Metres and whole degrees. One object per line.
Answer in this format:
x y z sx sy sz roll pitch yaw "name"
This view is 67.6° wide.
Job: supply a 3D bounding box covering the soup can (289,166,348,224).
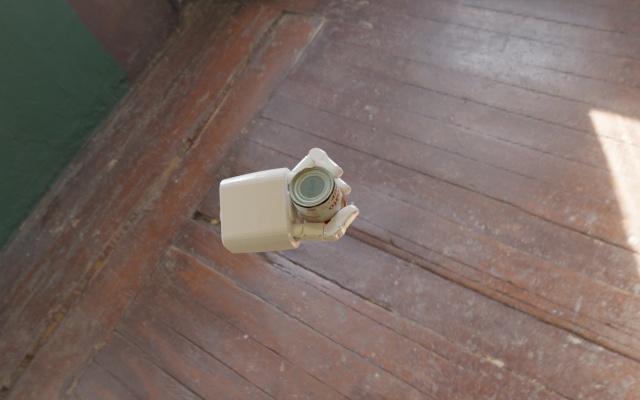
0.001 0.002 0.697 0.068 0.068 0.102 0 -27 17 "soup can"
